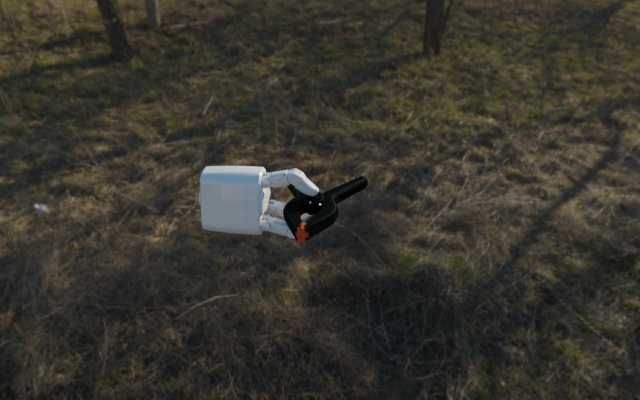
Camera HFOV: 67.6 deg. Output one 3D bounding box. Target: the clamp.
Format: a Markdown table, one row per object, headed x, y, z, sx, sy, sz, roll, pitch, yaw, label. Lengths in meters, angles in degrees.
| x | y | z | sx | sy | sz | roll | pitch | yaw | label |
| --- | --- | --- | --- | --- | --- | --- | --- | --- | --- |
| 0.000 | 0.002 | 0.838 | 0.164 | 0.036 | 0.209 | 1 | 31 | 6 | clamp |
